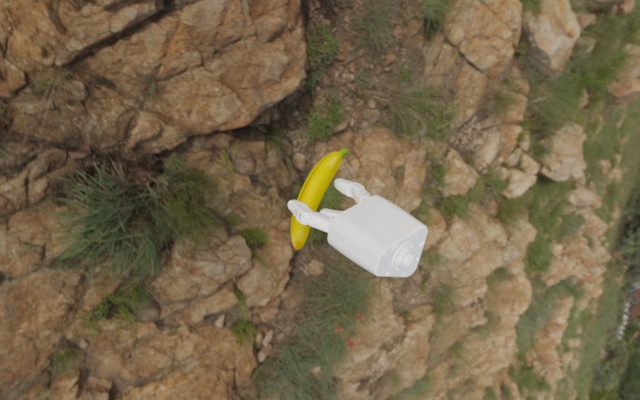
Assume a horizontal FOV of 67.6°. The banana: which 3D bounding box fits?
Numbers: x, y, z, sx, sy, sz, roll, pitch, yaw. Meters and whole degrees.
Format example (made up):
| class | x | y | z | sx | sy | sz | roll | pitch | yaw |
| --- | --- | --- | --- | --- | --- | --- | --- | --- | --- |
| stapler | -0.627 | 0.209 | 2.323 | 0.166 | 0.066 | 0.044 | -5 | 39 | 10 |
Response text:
| class | x | y | z | sx | sy | sz | roll | pitch | yaw |
| --- | --- | --- | --- | --- | --- | --- | --- | --- | --- |
| banana | -0.009 | -0.005 | 0.816 | 0.037 | 0.198 | 0.070 | 31 | 6 | 37 |
